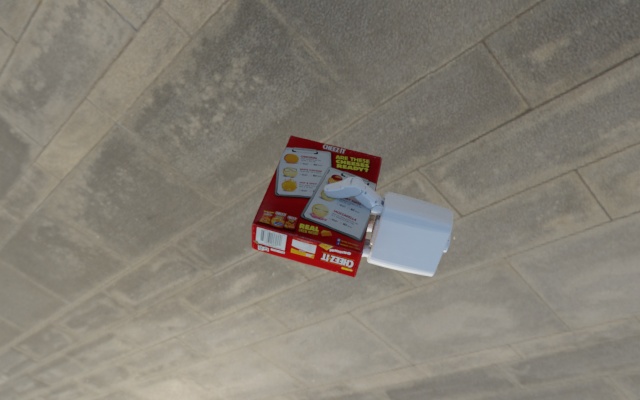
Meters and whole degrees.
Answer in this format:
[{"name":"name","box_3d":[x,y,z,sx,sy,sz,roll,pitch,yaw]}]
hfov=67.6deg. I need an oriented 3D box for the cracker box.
[{"name":"cracker box","box_3d":[0.000,0.002,0.761,0.164,0.213,0.072,14,-44,3]}]
